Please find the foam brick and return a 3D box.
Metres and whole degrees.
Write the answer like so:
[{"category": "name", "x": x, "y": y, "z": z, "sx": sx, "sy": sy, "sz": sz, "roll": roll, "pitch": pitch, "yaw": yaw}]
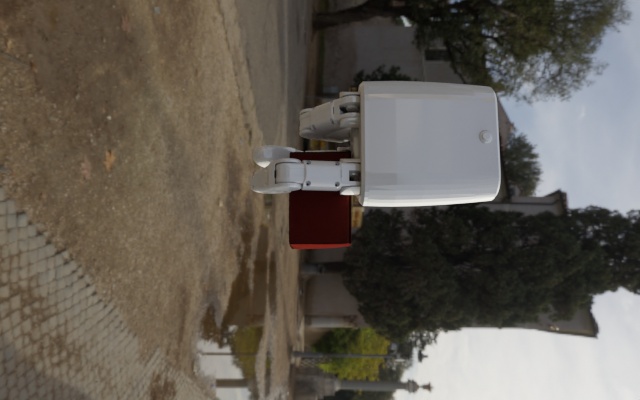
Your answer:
[{"category": "foam brick", "x": 0.000, "y": 0.002, "z": 0.405, "sx": 0.051, "sy": 0.078, "sz": 0.053, "roll": 0, "pitch": -8, "yaw": 0}]
